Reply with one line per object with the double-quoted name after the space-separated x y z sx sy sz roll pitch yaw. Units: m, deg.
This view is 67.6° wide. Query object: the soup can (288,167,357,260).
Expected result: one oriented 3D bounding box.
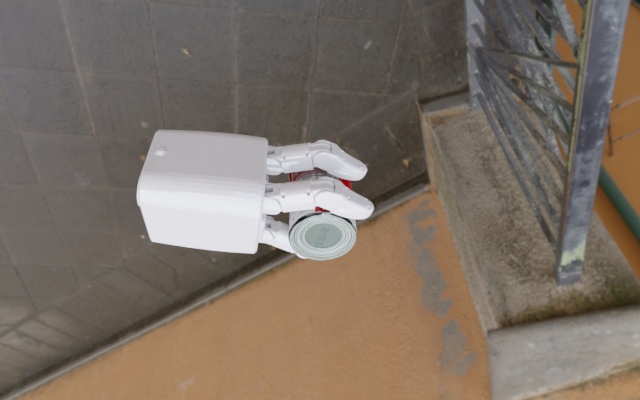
0.001 0.002 0.492 0.068 0.069 0.102 0 44 -3 "soup can"
